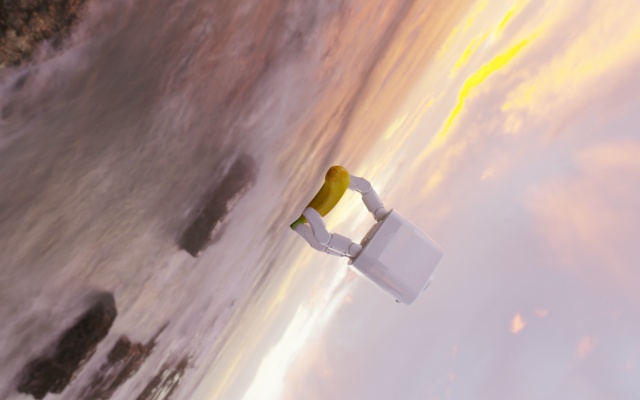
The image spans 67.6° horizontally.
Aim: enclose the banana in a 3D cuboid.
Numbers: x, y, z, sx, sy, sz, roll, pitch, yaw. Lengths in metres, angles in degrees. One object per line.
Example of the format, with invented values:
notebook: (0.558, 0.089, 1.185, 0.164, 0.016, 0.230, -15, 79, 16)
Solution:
banana: (0.010, -0.007, 0.722, 0.069, 0.037, 0.198, -45, -5, -32)
